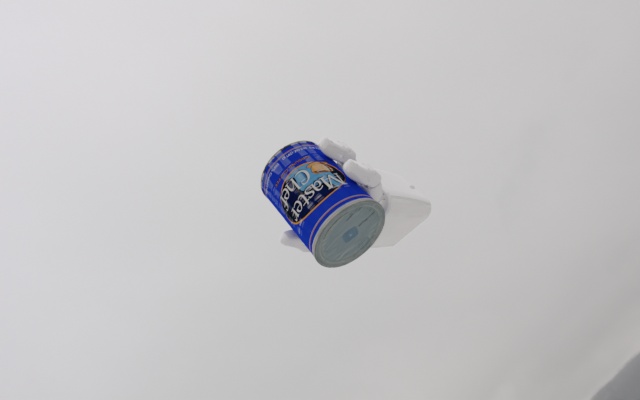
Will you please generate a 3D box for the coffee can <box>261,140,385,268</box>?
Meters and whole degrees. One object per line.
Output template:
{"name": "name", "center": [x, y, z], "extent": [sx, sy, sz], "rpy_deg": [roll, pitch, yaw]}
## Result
{"name": "coffee can", "center": [0.000, 0.002, 0.612], "extent": [0.103, 0.103, 0.140], "rpy_deg": [0, 35, -41]}
